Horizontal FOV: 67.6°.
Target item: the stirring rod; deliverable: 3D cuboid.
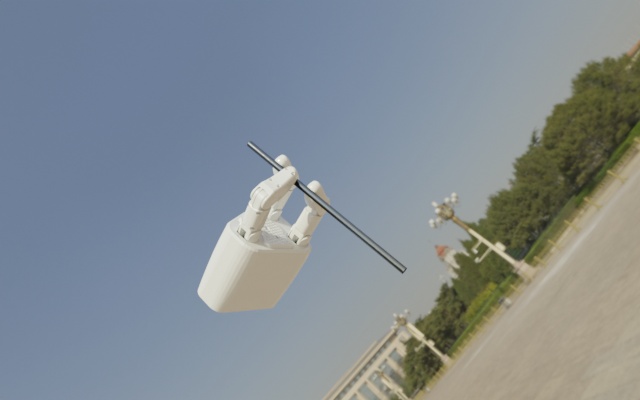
[{"bbox_3d":[0.000,0.002,0.535,0.239,0.011,0.011,39,17,22],"label":"stirring rod"}]
